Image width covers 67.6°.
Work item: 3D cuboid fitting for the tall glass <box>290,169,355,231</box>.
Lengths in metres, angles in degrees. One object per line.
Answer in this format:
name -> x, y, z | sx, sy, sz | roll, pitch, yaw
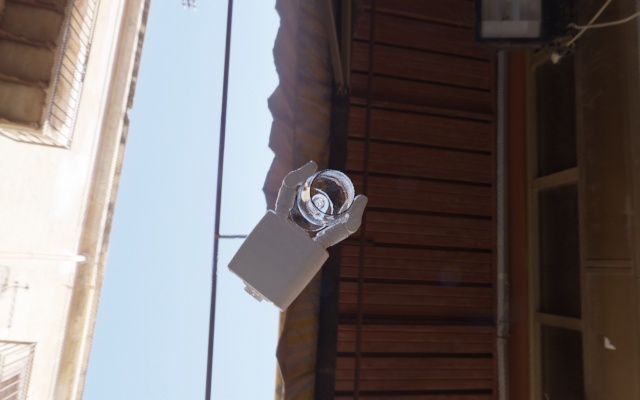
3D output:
tall glass -> 0.000, 0.002, 0.722 | 0.079, 0.079, 0.201 | 0, -8, -9
